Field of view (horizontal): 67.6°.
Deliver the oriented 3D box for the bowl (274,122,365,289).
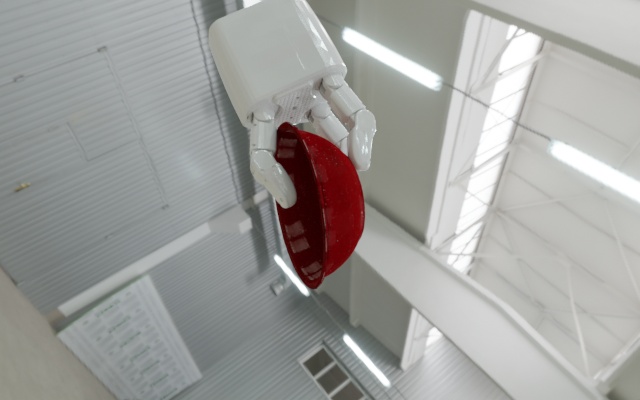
[{"bbox_3d":[0.001,0.003,0.467,0.055,0.162,0.162,-10,3,-18],"label":"bowl"}]
